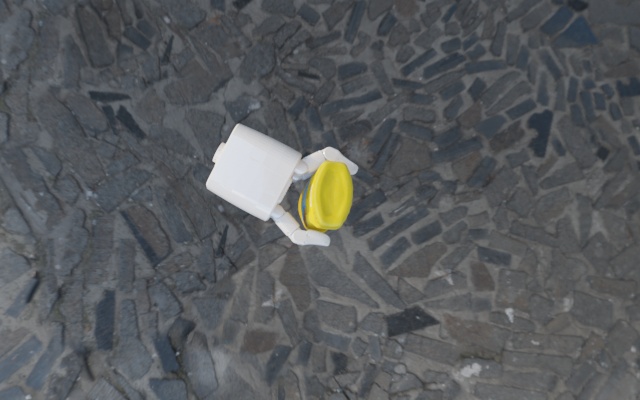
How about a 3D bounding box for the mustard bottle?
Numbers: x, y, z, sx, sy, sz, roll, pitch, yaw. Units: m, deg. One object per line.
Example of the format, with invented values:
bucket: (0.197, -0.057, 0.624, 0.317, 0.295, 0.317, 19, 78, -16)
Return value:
mustard bottle: (0.000, 0.003, 0.754, 0.058, 0.096, 0.191, 5, -8, -11)
